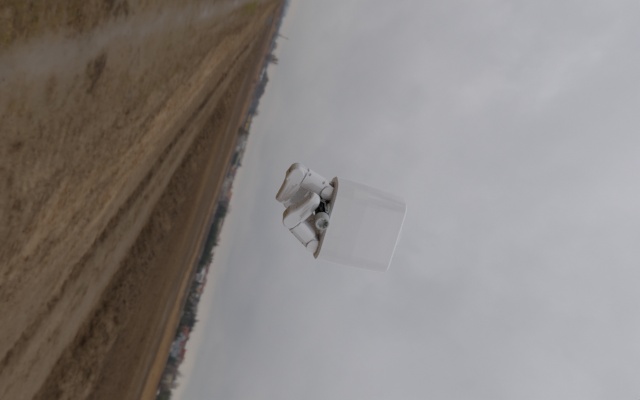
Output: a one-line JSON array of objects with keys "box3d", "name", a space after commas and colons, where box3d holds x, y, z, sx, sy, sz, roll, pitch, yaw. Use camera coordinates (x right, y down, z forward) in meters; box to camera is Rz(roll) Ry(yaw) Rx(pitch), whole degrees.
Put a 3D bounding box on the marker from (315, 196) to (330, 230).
[{"box3d": [0.000, 0.002, 0.659, 0.020, 0.020, 0.121, 0, 27, -3], "name": "marker"}]
